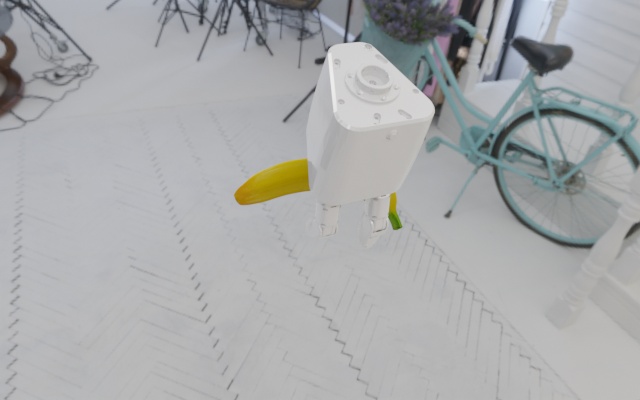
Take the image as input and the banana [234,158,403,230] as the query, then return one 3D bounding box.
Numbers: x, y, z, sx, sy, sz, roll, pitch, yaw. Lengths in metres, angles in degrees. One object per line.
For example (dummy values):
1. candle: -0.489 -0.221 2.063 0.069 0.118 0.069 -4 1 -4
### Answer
1. banana: 0.005 -0.016 0.538 0.198 0.069 0.037 9 -16 -11
